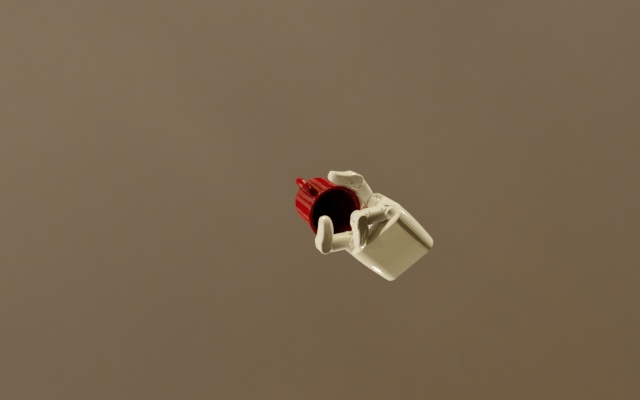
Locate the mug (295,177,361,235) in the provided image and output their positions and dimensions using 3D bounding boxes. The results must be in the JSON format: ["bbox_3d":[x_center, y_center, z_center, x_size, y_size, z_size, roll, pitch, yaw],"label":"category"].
[{"bbox_3d":[-0.001,0.002,0.798,0.117,0.093,0.081,41,-2,-31],"label":"mug"}]
